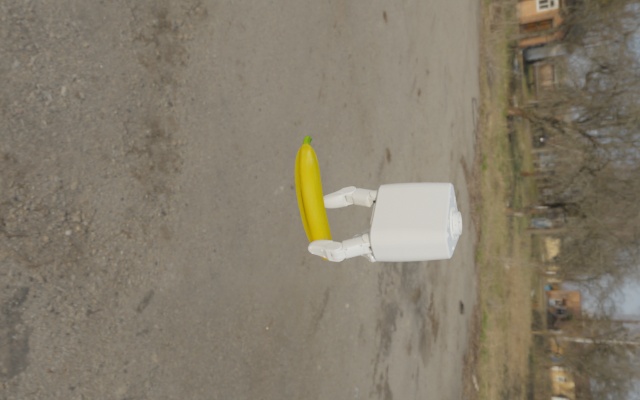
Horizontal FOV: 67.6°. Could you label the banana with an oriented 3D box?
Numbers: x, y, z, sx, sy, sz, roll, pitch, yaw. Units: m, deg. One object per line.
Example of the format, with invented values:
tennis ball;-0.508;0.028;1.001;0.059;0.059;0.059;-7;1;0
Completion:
banana;-0.008;0.003;0.718;0.037;0.198;0.069;-4;9;25
